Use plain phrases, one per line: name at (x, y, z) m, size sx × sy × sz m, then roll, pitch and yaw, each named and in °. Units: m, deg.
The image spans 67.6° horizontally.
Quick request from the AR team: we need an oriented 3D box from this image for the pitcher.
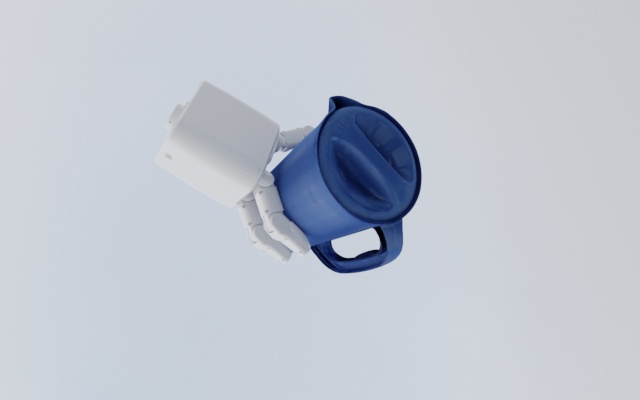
pitcher at (0.000, 0.002, 0.581) m, size 0.145 × 0.149 × 0.243 m, roll 30°, pitch -30°, yaw -19°
